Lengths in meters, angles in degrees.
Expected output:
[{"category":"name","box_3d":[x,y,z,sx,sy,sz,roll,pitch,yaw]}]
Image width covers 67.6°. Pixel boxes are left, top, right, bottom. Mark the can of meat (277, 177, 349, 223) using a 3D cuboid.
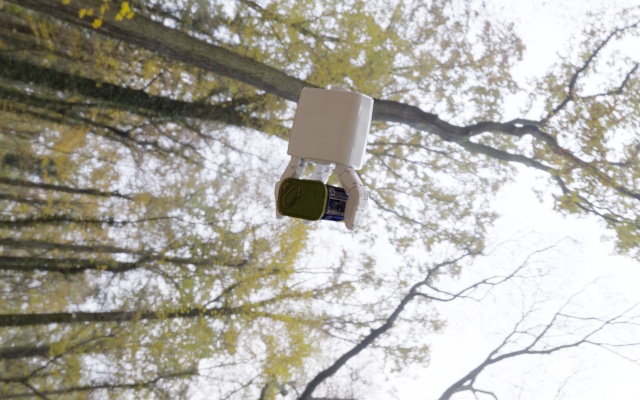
[{"category":"can of meat","box_3d":[0.000,0.002,0.708,0.084,0.057,0.102,10,-2,-44]}]
